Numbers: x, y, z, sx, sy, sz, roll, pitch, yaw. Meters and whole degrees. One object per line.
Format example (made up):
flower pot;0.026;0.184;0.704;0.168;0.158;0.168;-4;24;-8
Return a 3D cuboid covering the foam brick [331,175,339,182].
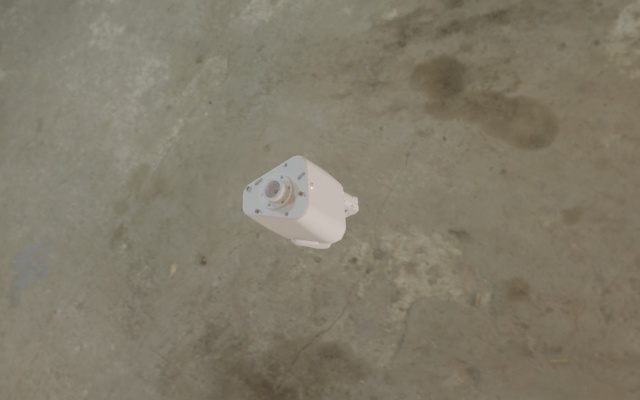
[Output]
foam brick;0.000;0.002;0.753;0.053;0.078;0.051;-15;-26;25
